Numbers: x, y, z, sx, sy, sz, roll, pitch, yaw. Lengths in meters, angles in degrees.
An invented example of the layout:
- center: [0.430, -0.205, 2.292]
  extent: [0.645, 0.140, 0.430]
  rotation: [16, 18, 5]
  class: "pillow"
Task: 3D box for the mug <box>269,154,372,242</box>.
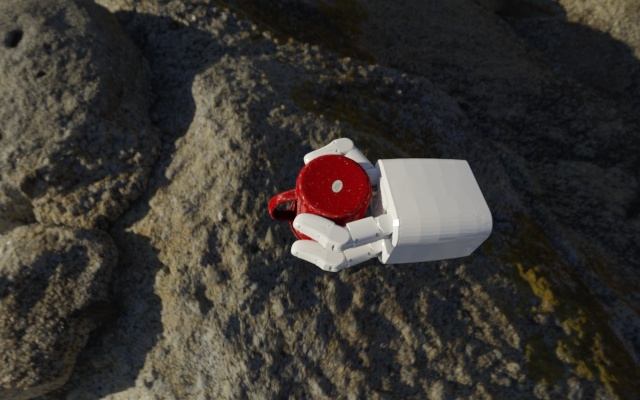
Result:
- center: [-0.001, 0.002, 0.539]
  extent: [0.117, 0.093, 0.081]
  rotation: [-3, -27, -7]
  class: "mug"
